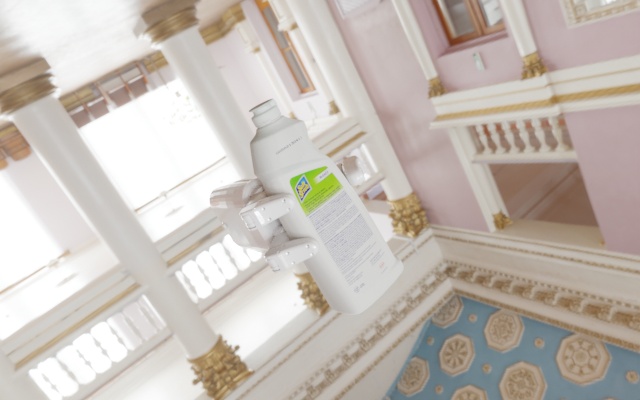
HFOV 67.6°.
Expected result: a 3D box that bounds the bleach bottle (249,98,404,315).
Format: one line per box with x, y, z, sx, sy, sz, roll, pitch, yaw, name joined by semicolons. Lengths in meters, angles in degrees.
0.000;0.002;0.535;0.102;0.251;0.068;-39;21;-31;bleach bottle
